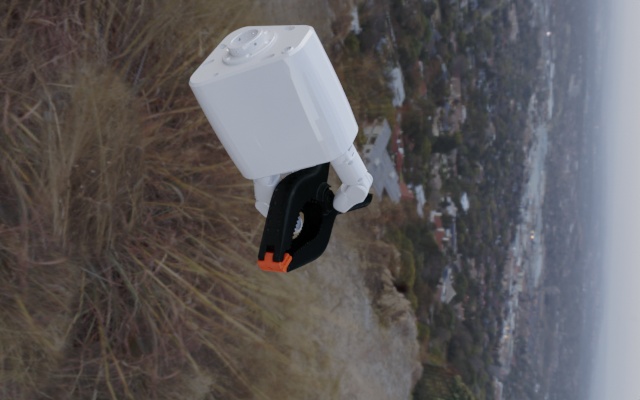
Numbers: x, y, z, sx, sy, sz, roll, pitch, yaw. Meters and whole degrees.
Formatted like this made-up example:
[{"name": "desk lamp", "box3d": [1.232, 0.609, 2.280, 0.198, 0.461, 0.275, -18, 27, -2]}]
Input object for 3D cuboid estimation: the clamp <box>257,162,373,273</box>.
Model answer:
[{"name": "clamp", "box3d": [0.000, 0.002, 0.513, 0.036, 0.210, 0.165, 0, -43, 32]}]
